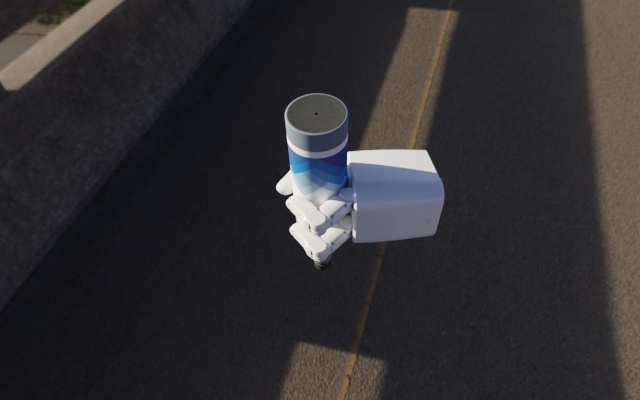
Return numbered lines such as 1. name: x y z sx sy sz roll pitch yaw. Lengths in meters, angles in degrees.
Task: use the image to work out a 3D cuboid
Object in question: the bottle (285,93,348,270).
1. bottle: 0.000 0.002 0.611 0.069 0.069 0.296 0 -39 2
